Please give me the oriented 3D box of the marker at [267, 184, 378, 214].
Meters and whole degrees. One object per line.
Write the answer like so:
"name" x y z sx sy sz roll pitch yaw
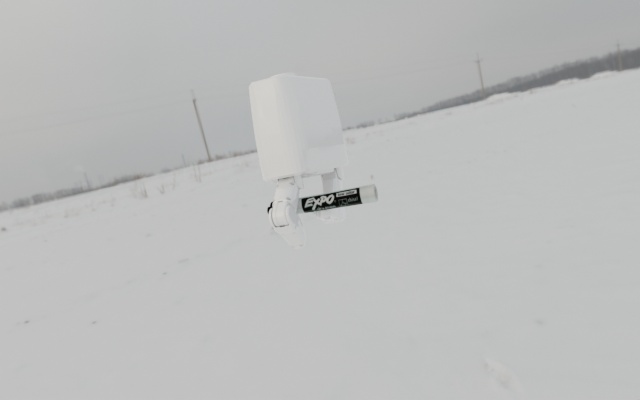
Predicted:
"marker" 0.000 0.002 0.505 0.121 0.020 0.020 -10 -3 17
